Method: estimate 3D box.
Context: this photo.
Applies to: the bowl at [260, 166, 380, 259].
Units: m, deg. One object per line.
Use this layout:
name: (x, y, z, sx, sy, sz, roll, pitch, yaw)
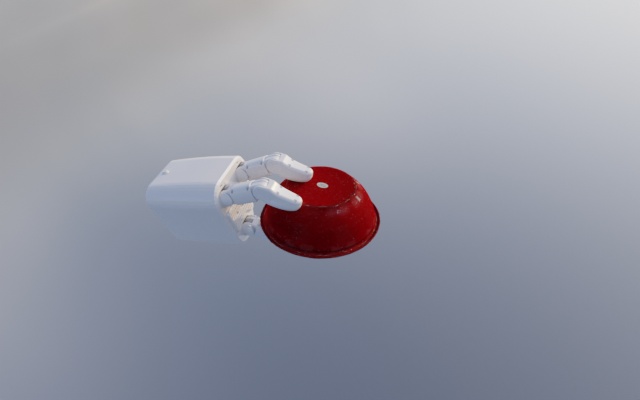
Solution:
bowl: (0.001, 0.002, 0.628, 0.162, 0.055, 0.162, 1, 37, -1)
